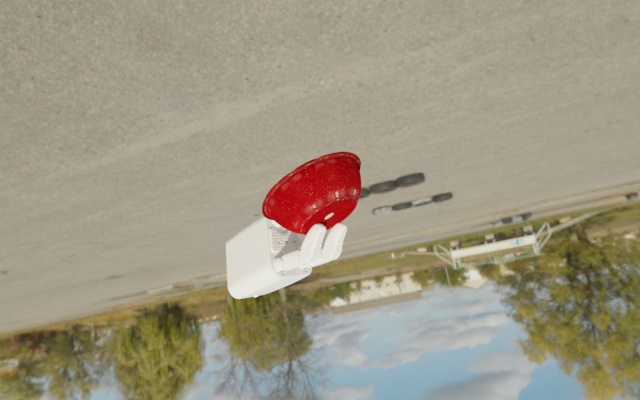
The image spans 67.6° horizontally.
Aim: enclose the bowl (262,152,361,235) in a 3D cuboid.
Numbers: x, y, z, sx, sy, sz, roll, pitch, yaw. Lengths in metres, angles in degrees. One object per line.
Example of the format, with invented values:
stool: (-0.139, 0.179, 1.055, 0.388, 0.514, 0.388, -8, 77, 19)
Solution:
bowl: (0.001, 0.002, 0.682, 0.162, 0.055, 0.162, -26, -23, -12)
